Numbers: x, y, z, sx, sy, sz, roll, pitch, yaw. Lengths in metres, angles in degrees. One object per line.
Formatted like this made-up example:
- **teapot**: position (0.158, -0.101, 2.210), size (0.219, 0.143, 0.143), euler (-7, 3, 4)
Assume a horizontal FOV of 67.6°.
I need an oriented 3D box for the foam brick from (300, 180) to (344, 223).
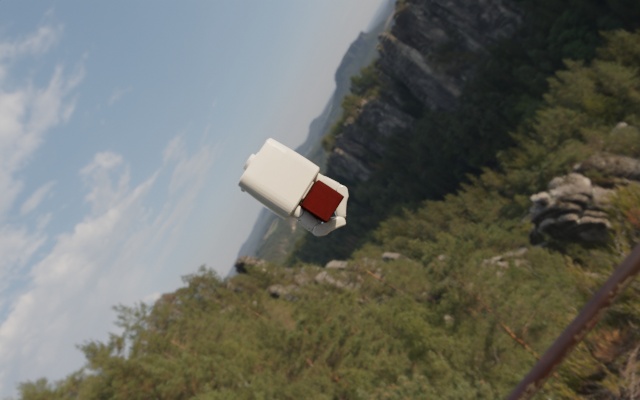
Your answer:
- **foam brick**: position (0.000, 0.003, 0.809), size (0.051, 0.053, 0.078), euler (34, -6, -4)
